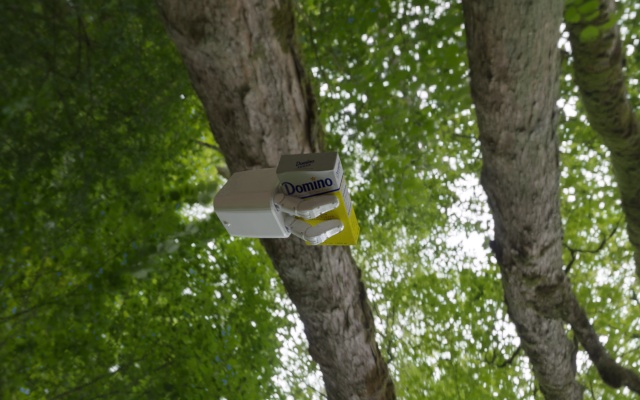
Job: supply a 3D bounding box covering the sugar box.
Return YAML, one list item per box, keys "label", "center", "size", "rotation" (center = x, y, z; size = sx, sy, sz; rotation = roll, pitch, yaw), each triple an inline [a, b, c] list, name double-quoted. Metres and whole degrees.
- label: "sugar box"
  center: [0.000, 0.003, 0.762]
  size: [0.093, 0.048, 0.176]
  rotation: [-2, -41, 18]
